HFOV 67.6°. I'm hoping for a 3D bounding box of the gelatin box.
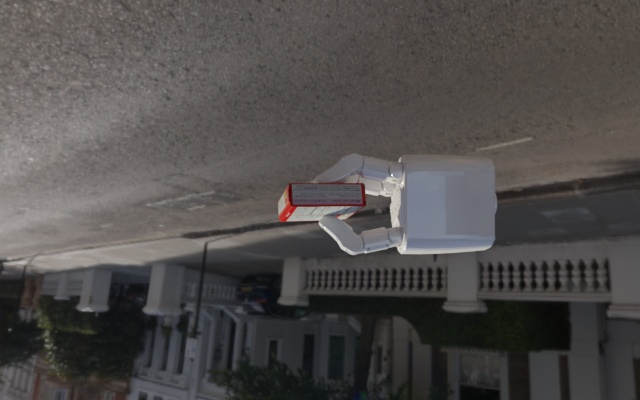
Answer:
[{"bbox_3d":[0.000,0.002,0.557,0.089,0.030,0.073,-1,-14,-15],"label":"gelatin box"}]
